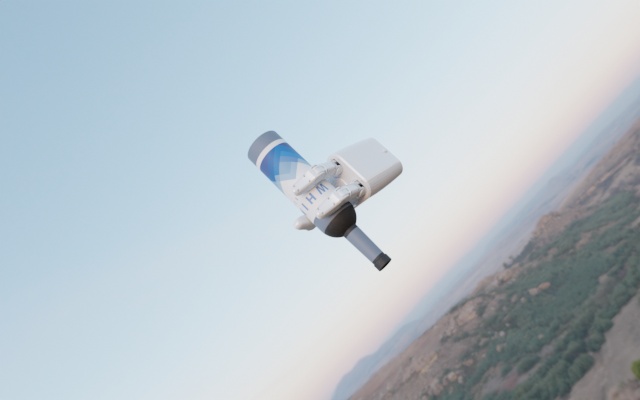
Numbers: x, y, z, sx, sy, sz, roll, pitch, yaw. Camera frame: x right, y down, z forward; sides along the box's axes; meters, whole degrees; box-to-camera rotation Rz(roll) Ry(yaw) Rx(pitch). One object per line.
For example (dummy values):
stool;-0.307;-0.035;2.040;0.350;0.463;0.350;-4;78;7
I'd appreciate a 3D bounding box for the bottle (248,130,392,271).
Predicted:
bottle;0.000;0.002;0.780;0.295;0.069;0.069;44;16;17
